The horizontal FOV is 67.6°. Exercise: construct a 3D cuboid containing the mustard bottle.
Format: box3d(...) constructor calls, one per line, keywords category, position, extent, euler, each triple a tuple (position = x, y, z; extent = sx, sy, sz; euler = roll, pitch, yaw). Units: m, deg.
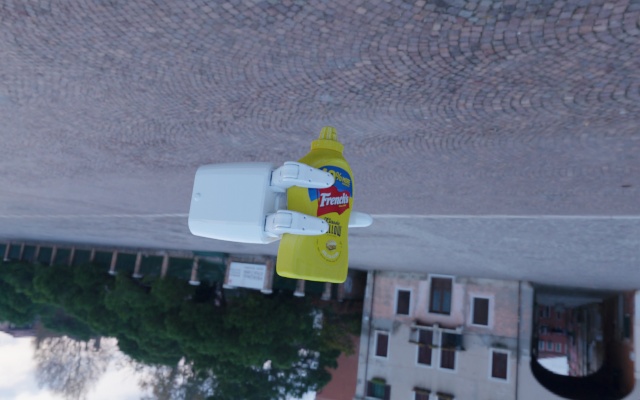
box3d(category="mustard bottle", position=(0.000, 0.002, 0.591), extent=(0.096, 0.191, 0.058), euler=(16, -14, -42))
